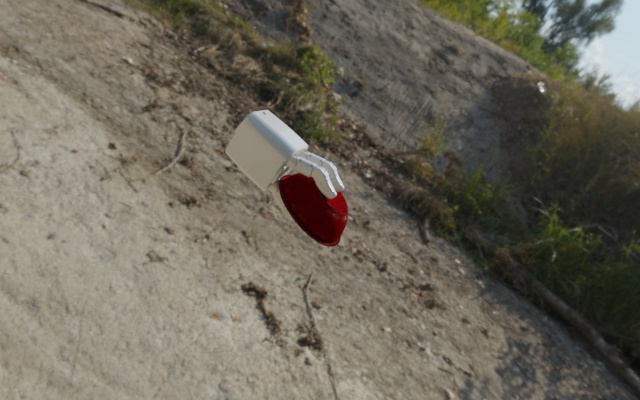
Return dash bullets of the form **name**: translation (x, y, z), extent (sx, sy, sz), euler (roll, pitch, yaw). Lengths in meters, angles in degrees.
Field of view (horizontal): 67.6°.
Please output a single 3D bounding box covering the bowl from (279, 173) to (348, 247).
- **bowl**: translation (0.001, 0.004, 0.870), extent (0.055, 0.162, 0.162), euler (-38, -17, 22)
